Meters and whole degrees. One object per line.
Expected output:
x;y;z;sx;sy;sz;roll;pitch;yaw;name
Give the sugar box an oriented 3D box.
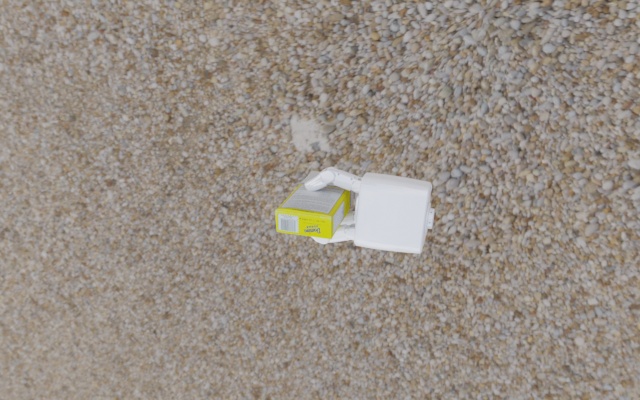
0.000;0.003;0.797;0.093;0.048;0.176;8;23;17;sugar box
